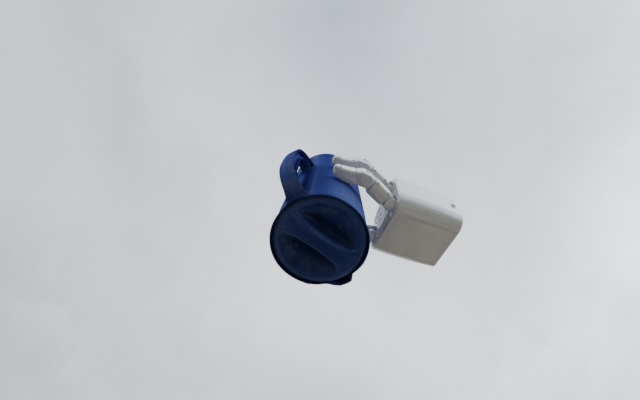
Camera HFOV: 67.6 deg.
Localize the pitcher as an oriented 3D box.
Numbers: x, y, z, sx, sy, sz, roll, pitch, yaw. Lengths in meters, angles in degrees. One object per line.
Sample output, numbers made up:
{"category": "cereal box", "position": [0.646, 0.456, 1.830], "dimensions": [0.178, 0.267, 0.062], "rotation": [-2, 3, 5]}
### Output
{"category": "pitcher", "position": [0.000, 0.002, 0.728], "dimensions": [0.145, 0.149, 0.242], "rotation": [17, 22, -4]}
